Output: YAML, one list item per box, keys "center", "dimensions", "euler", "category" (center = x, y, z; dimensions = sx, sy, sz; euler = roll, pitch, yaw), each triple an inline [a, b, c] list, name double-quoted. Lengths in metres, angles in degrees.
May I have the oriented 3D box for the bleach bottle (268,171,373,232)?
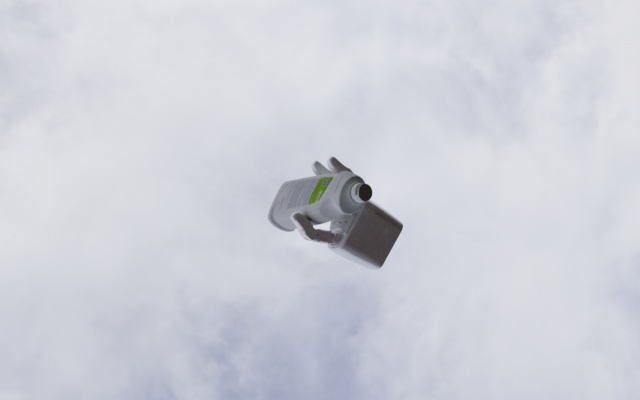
- center: [0.000, 0.003, 0.850]
  dimensions: [0.068, 0.102, 0.251]
  euler: [31, -19, -27]
  category: "bleach bottle"
